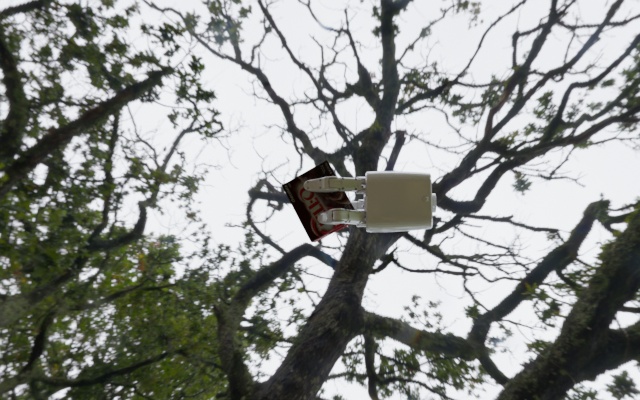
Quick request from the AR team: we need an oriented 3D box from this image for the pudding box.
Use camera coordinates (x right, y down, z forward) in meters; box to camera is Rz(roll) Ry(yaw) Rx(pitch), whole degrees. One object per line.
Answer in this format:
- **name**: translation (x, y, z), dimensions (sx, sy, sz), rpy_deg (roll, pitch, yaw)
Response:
- **pudding box**: translation (0.000, 0.003, 0.809), dimensions (0.090, 0.113, 0.039), rpy_deg (-29, -12, 3)
